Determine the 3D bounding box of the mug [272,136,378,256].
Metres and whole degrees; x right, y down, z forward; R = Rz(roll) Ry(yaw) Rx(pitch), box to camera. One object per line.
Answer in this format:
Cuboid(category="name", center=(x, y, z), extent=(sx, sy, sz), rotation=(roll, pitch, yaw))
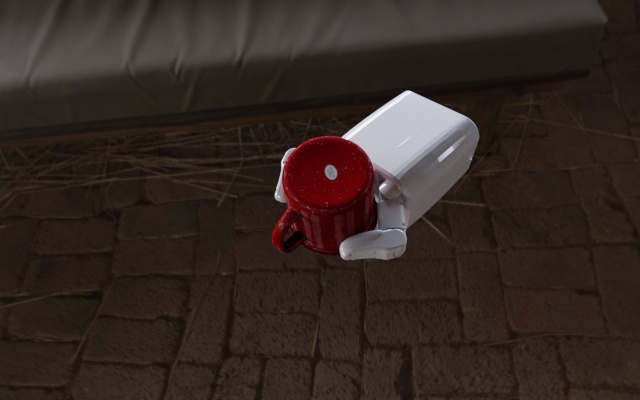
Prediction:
Cuboid(category="mug", center=(-0.001, 0.002, 0.443), extent=(0.093, 0.117, 0.081), rotation=(43, -17, 23))
